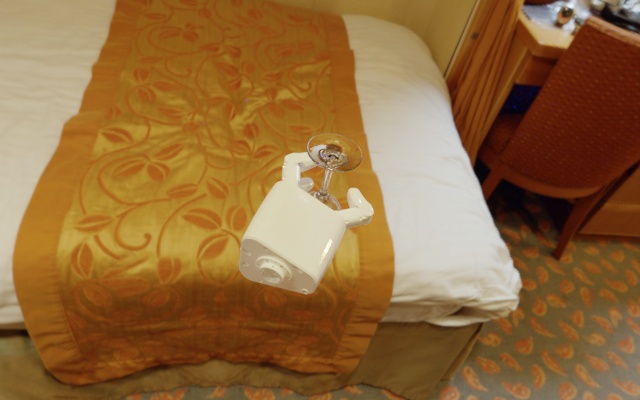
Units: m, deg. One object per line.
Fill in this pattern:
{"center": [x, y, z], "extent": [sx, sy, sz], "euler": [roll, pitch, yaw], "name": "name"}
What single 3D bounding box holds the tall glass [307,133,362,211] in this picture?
{"center": [0.000, 0.002, 0.693], "extent": [0.079, 0.079, 0.201], "euler": [0, -41, -14], "name": "tall glass"}
